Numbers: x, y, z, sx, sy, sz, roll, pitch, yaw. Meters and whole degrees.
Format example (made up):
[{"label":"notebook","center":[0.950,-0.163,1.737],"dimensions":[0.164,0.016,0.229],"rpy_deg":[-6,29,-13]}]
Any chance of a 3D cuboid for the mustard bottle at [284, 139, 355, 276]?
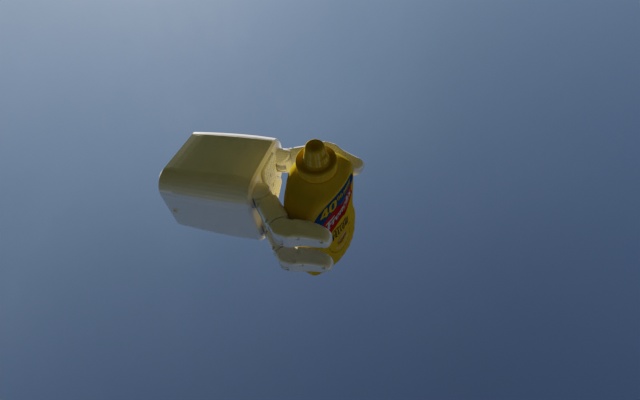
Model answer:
[{"label":"mustard bottle","center":[0.000,0.002,0.522],"dimensions":[0.058,0.096,0.192],"rpy_deg":[29,-27,22]}]
